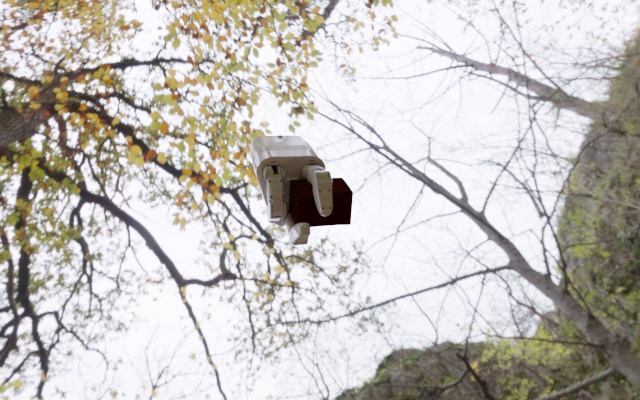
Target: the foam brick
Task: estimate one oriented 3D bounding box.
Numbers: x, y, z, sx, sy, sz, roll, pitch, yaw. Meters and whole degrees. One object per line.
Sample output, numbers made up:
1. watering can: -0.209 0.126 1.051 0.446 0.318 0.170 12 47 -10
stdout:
1. foam brick: 0.000 0.002 0.661 0.078 0.053 0.051 -3 27 -15
